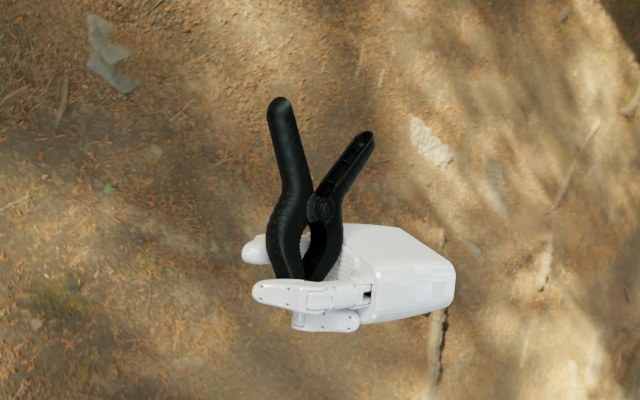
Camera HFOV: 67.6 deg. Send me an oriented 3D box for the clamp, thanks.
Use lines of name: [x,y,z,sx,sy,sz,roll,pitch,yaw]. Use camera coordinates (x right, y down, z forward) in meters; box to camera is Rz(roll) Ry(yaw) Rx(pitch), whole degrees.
clamp: [0.000,0.002,0.426,0.120,0.171,0.039,2,5,-35]
